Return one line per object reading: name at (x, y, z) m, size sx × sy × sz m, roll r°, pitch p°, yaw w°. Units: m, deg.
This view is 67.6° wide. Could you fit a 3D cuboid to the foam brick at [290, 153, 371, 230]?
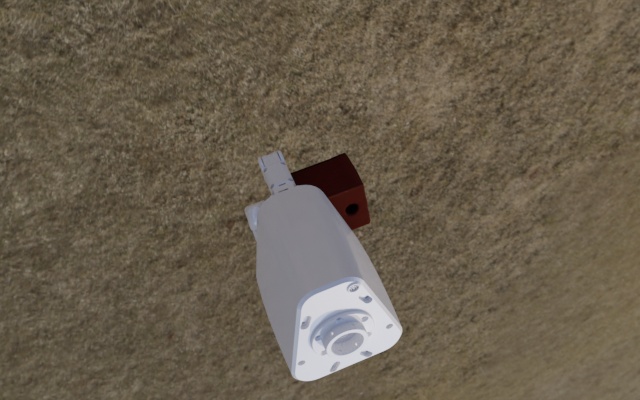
foam brick at (0.000, 0.001, 0.442) m, size 0.078 × 0.053 × 0.051 m, roll -21°, pitch 42°, yaw -7°
